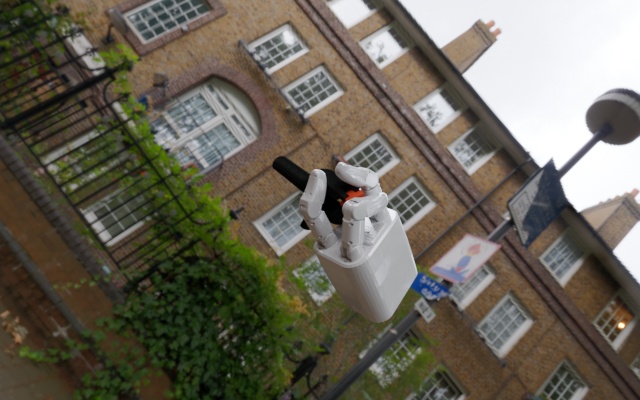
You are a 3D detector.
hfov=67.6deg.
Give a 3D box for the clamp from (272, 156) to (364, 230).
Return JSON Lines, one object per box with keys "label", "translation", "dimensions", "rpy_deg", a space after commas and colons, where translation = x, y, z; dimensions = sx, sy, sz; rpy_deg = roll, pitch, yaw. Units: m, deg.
{"label": "clamp", "translation": [0.001, 0.002, 0.657], "dimensions": [0.039, 0.120, 0.171], "rpy_deg": [-37, 30, -22]}
